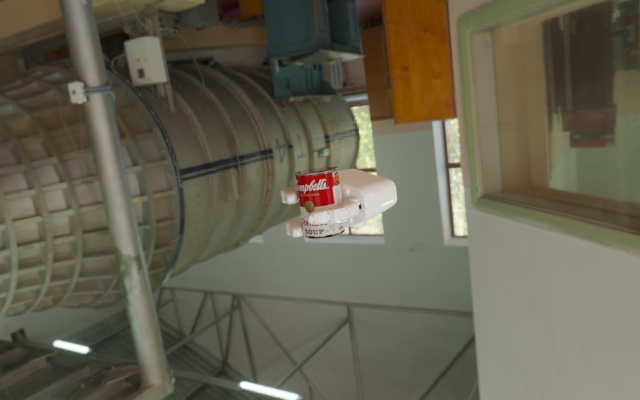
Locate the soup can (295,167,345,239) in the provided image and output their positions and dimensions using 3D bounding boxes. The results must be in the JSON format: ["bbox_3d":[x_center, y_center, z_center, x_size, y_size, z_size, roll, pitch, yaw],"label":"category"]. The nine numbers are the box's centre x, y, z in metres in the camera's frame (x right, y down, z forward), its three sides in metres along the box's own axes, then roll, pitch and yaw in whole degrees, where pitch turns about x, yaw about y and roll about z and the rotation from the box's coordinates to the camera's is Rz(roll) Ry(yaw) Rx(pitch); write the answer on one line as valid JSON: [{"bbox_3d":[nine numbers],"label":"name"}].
[{"bbox_3d":[0.000,0.003,0.752,0.068,0.102,0.068,-8,10,1],"label":"soup can"}]
